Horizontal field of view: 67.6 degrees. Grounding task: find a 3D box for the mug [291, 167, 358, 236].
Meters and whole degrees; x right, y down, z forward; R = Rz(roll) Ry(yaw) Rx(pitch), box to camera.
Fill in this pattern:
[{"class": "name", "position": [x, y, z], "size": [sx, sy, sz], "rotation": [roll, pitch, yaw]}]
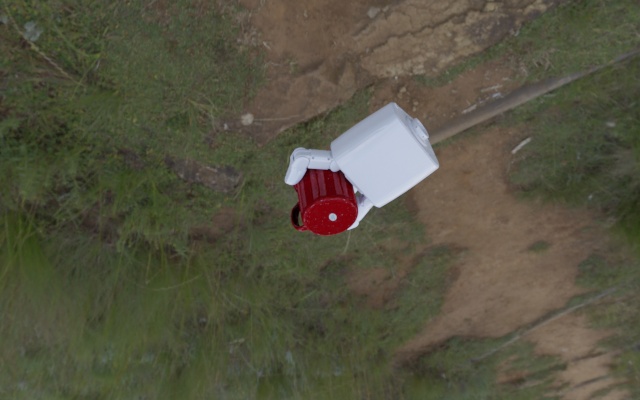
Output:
[{"class": "mug", "position": [-0.001, 0.003, 0.698], "size": [0.117, 0.081, 0.093], "rotation": [-35, -49, 24]}]
